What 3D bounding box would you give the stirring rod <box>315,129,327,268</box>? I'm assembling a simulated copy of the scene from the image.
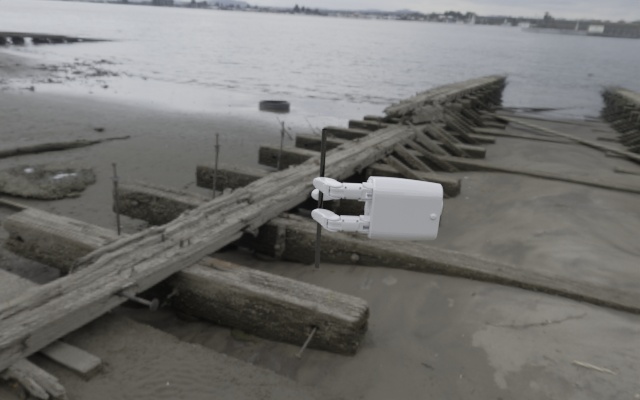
[{"bbox_3d":[0.000,0.003,0.778,0.011,0.240,0.011,3,21,-1],"label":"stirring rod"}]
